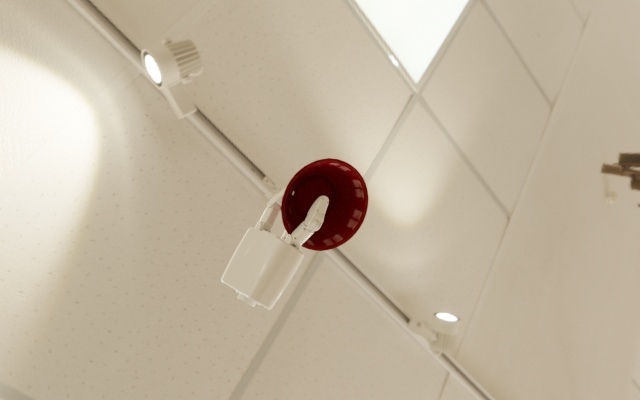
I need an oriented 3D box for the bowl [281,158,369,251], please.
[{"bbox_3d":[0.001,0.002,0.827,0.162,0.162,0.055,0,14,-24],"label":"bowl"}]
